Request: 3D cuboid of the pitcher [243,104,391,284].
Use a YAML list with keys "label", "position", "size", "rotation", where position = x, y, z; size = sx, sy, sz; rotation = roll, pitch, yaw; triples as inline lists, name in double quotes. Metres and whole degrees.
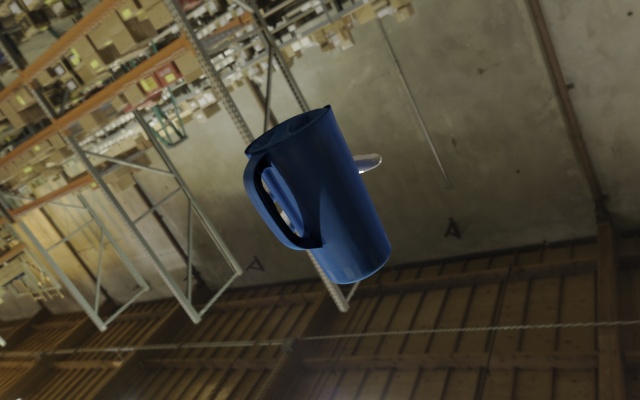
- label: "pitcher"
  position: [0.000, 0.002, 0.678]
  size: [0.149, 0.243, 0.145]
  rotation: [-28, 19, 2]
